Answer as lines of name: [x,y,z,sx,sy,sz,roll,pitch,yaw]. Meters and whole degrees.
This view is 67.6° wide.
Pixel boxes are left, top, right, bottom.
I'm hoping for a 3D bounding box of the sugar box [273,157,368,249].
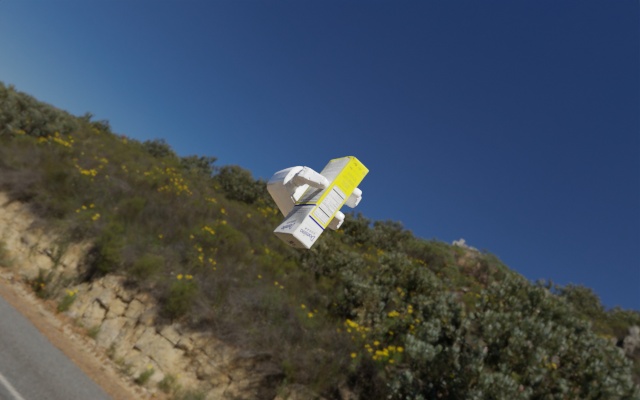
sugar box: [0.001,0.003,0.831,0.048,0.176,0.093,42,-17,-19]
